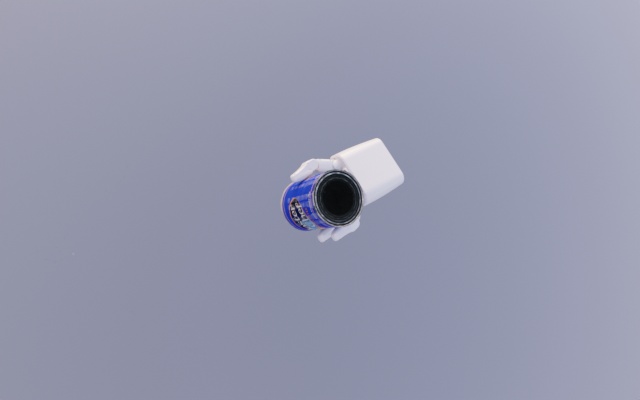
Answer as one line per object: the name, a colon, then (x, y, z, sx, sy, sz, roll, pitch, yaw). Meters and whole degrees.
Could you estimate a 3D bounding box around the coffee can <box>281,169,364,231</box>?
coffee can: (0.000, 0.003, 0.885, 0.103, 0.103, 0.140, 0, -6, -28)
